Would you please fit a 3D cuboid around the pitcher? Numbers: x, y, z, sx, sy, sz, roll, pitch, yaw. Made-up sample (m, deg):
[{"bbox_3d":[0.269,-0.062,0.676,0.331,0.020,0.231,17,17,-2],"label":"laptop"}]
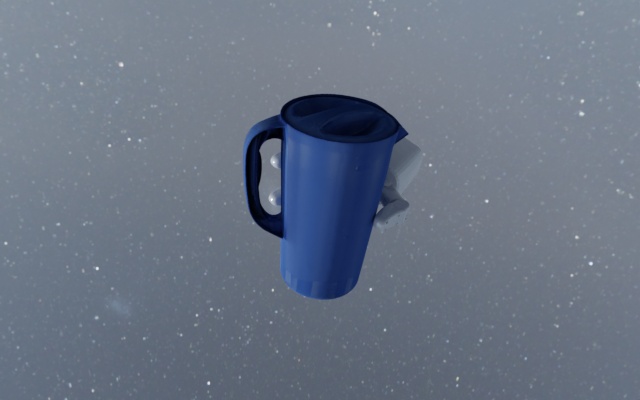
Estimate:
[{"bbox_3d":[0.000,0.002,0.586,0.149,0.243,0.145,22,35,22],"label":"pitcher"}]
